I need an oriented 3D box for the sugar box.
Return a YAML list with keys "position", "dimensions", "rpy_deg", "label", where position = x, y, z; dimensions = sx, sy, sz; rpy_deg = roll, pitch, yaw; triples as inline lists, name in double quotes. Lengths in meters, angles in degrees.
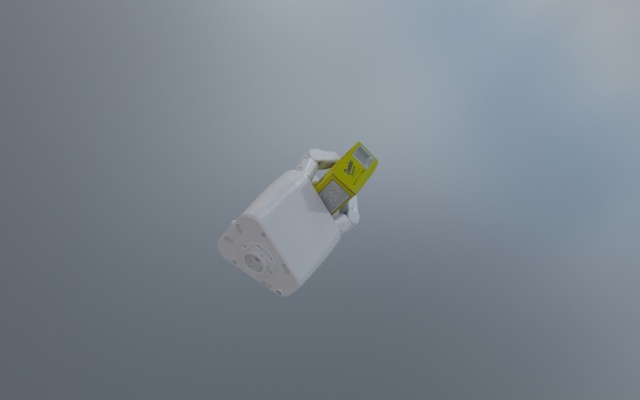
- position: [0.000, 0.002, 0.660]
  dimensions: [0.176, 0.048, 0.093]
  rpy_deg: [-41, 6, 41]
  label: "sugar box"
